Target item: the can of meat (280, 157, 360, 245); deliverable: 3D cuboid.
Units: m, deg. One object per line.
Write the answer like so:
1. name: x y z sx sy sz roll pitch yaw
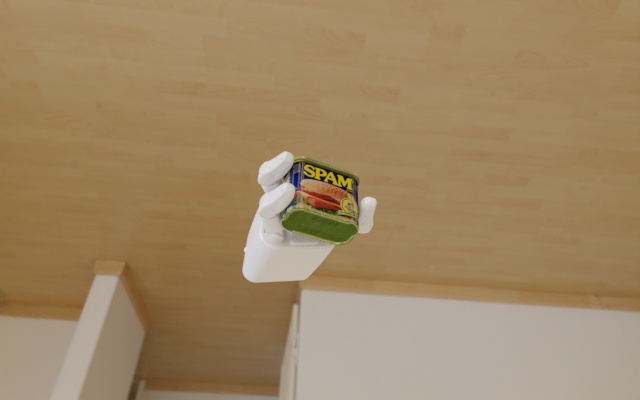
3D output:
1. can of meat: 0.000 0.002 0.611 0.102 0.083 0.057 17 -42 -18
